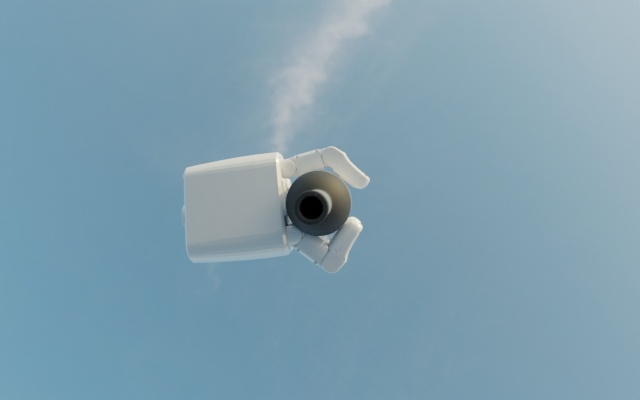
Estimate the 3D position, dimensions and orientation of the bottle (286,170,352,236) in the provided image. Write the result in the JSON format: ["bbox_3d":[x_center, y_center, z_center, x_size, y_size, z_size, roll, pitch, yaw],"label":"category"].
[{"bbox_3d":[0.000,0.002,0.516,0.069,0.069,0.295,0,2,3],"label":"bottle"}]
